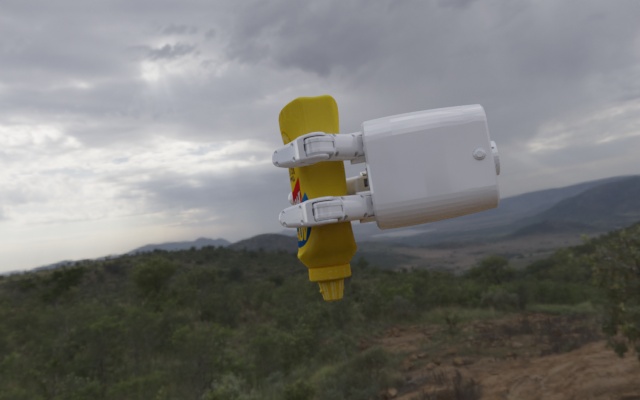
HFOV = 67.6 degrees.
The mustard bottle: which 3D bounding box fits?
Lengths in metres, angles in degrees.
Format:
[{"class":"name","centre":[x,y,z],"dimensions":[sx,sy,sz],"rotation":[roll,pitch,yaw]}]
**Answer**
[{"class":"mustard bottle","centre":[0.000,0.001,0.470],"dimensions":[0.058,0.191,0.096],"rotation":[-7,-5,-13]}]
